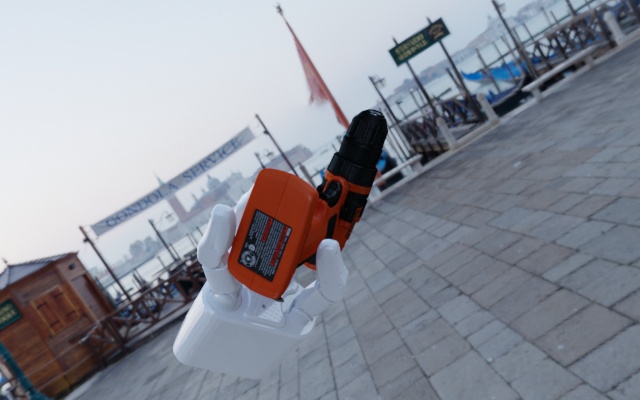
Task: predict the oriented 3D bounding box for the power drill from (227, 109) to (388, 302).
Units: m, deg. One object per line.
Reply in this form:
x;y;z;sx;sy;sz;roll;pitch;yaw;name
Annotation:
0.000;0.002;0.447;0.057;0.184;0.187;25;17;19;power drill
